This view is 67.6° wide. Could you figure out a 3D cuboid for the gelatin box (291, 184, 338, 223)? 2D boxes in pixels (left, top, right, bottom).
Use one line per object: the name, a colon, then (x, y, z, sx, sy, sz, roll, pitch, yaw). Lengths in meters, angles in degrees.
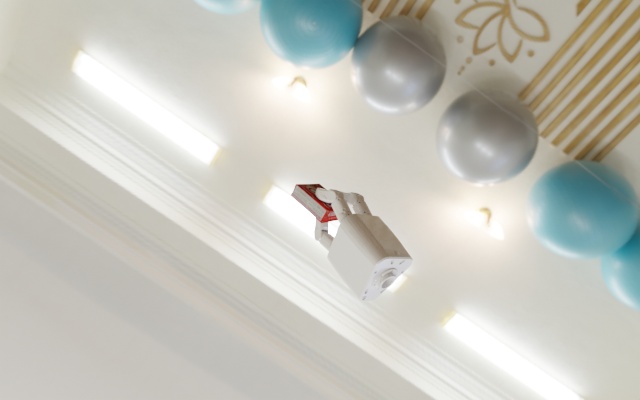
gelatin box: (0.000, 0.003, 0.892, 0.089, 0.030, 0.073, 40, 24, 27)
